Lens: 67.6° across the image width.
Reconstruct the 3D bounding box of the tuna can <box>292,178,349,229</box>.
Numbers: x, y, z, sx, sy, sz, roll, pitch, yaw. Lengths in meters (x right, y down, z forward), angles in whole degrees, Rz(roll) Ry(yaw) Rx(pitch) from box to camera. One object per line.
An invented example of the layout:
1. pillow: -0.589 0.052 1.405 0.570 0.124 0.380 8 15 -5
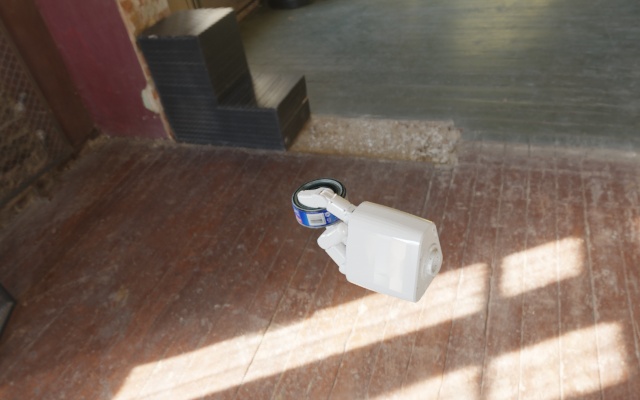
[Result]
1. tuna can: 0.000 0.002 0.730 0.086 0.034 0.086 -10 36 7
